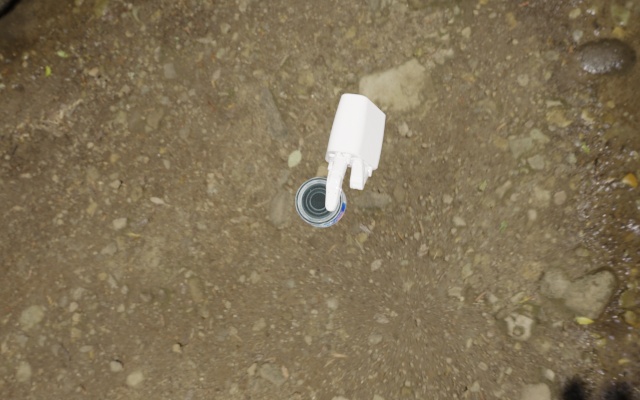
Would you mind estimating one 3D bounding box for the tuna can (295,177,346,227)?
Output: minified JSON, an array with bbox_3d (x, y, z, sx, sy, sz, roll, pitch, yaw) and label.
[{"bbox_3d":[0.000,0.003,0.828,0.086,0.086,0.034,0,-7,12],"label":"tuna can"}]
